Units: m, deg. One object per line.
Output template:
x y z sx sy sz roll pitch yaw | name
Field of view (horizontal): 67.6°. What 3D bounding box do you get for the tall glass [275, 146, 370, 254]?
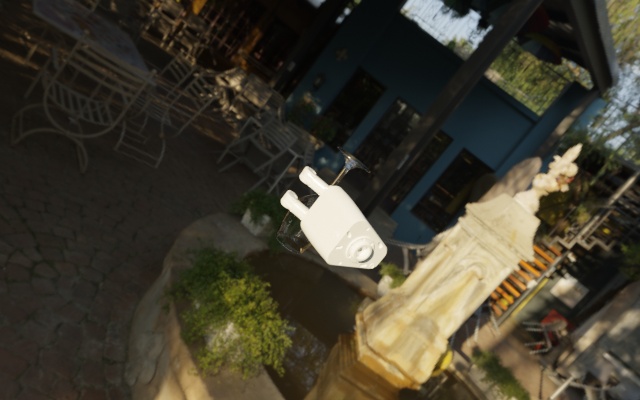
0.001 0.002 0.871 0.079 0.201 0.079 36 11 -8 | tall glass
